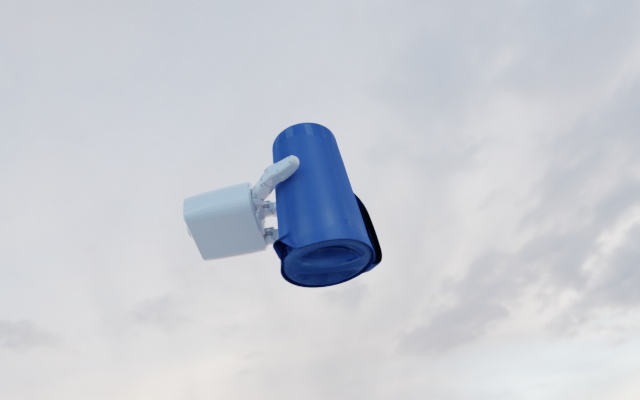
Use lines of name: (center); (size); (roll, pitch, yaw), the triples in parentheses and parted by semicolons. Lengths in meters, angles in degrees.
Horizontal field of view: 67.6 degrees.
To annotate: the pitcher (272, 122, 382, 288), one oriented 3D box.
pitcher: (0.000, 0.002, 0.732); (0.145, 0.242, 0.149); (-14, -36, 4)
